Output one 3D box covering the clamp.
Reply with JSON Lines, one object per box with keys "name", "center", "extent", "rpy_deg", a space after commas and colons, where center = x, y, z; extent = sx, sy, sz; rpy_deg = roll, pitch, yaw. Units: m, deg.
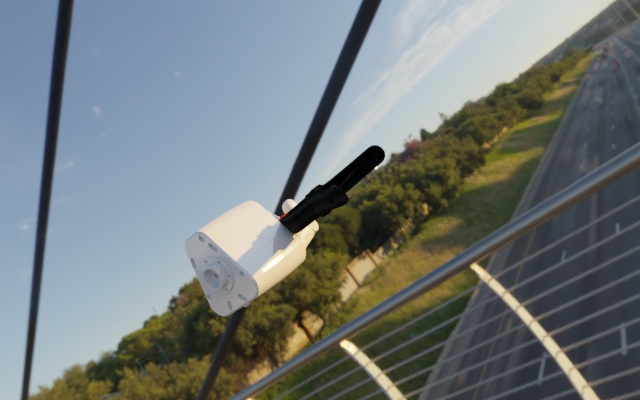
{"name": "clamp", "center": [0.000, 0.001, 0.587], "extent": [0.171, 0.039, 0.120], "rpy_deg": [-40, -1, 35]}
